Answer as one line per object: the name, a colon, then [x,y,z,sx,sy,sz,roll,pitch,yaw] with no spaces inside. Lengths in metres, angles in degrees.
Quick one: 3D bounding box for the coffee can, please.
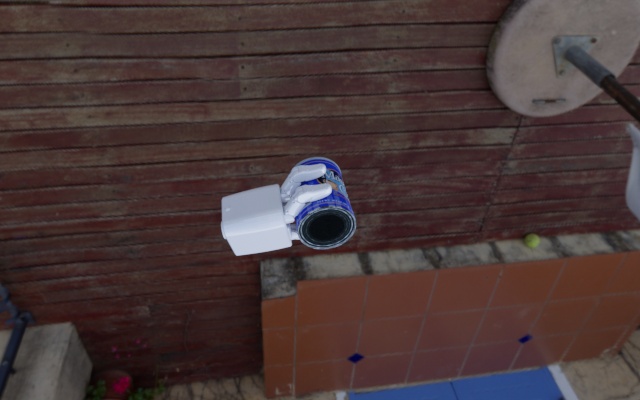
coffee can: [0.000,0.003,0.866,0.103,0.103,0.140,0,41,-12]
